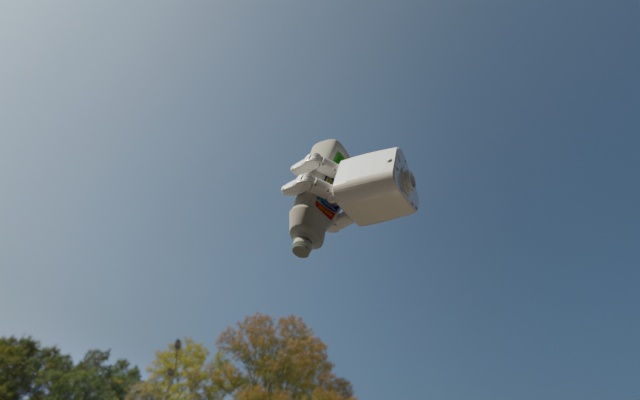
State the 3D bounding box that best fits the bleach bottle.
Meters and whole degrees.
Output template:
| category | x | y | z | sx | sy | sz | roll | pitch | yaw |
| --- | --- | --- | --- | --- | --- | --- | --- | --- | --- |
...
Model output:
| category | x | y | z | sx | sy | sz | roll | pitch | yaw |
| --- | --- | --- | --- | --- | --- | --- | --- | --- | --- |
| bleach bottle | 0.000 | 0.003 | 0.832 | 0.068 | 0.103 | 0.250 | -14 | 36 | 27 |
